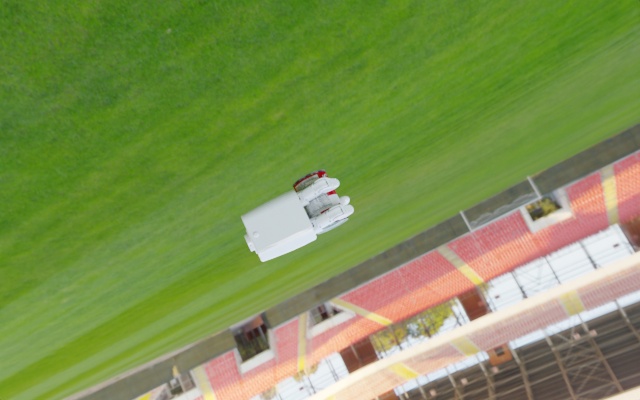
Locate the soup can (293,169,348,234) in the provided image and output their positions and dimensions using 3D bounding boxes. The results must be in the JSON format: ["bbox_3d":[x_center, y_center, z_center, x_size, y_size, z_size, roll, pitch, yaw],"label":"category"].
[{"bbox_3d":[0.001,0.003,0.884,0.068,0.102,0.068,-26,-10,-5],"label":"soup can"}]
